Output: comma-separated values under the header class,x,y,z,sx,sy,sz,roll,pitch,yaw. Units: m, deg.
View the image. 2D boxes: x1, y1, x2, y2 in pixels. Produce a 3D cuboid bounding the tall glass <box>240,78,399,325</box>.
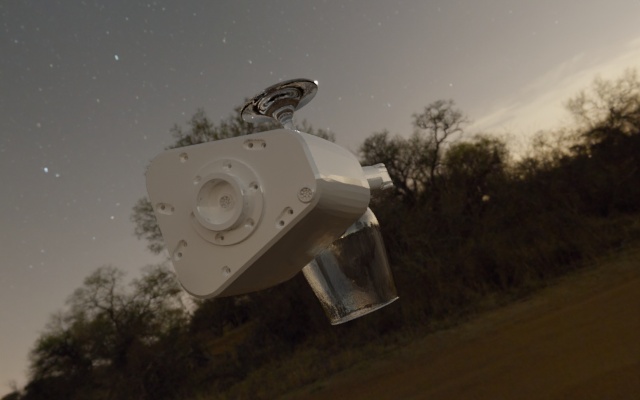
class,x,y,z,sx,sy,sz,roll,pitch,yaw
tall glass,0.000,0.001,0.413,0.079,0.201,0.079,-22,-9,-4
